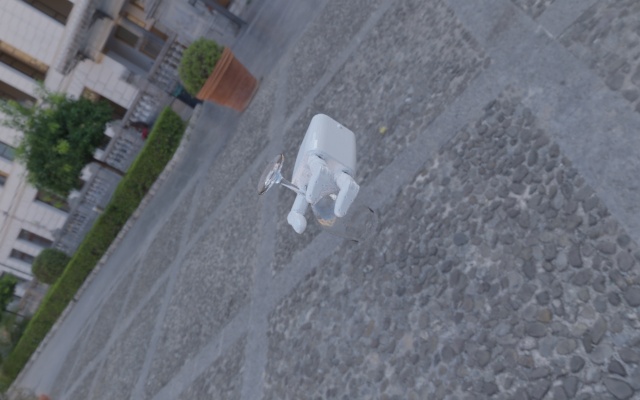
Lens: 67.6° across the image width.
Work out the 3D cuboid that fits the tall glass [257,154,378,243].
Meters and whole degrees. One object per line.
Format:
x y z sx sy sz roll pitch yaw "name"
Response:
0.000 0.002 0.793 0.201 0.079 0.079 29 -12 -23 "tall glass"
